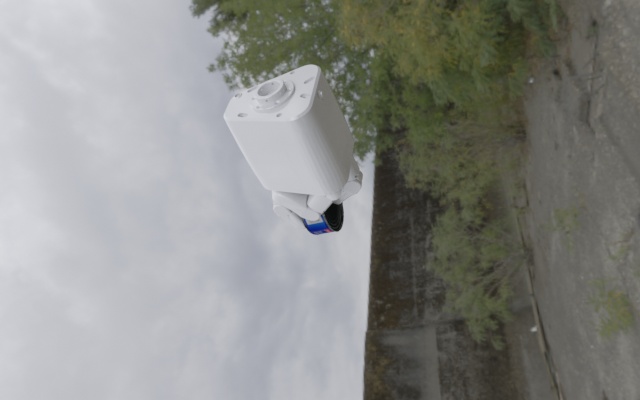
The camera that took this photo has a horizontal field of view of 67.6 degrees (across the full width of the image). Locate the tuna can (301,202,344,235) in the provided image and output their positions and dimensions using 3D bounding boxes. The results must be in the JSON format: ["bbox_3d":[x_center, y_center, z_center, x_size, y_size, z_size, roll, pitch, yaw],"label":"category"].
[{"bbox_3d":[0.000,0.002,0.633,0.034,0.086,0.086,-12,-4,21],"label":"tuna can"}]
